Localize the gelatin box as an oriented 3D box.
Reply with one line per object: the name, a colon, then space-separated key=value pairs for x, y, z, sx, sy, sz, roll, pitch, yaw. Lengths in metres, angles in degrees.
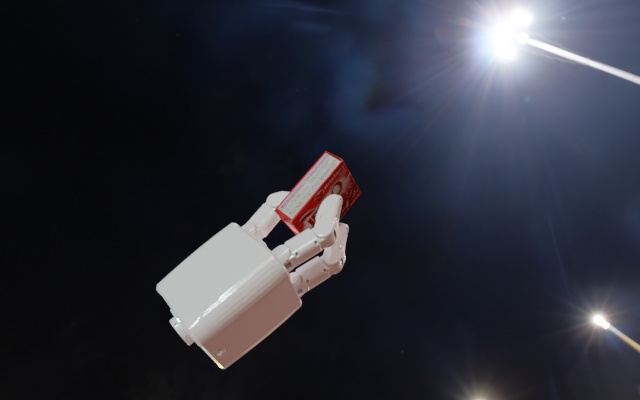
gelatin box: x=0.000 y=0.001 z=0.530 sx=0.030 sy=0.089 sz=0.073 roll=33 pitch=-12 yaw=34
